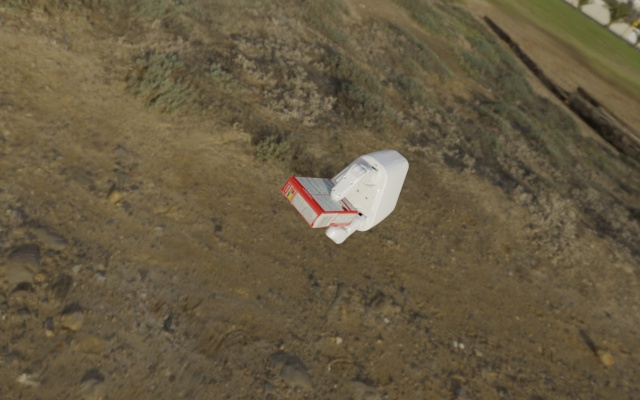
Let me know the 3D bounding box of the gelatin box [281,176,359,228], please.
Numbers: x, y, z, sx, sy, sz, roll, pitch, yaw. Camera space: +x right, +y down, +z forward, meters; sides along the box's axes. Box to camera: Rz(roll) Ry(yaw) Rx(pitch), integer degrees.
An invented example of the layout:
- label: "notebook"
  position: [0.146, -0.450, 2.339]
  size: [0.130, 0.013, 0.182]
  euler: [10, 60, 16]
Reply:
- label: "gelatin box"
  position: [0.000, 0.002, 0.651]
  size: [0.089, 0.030, 0.073]
  euler: [1, 42, -53]
